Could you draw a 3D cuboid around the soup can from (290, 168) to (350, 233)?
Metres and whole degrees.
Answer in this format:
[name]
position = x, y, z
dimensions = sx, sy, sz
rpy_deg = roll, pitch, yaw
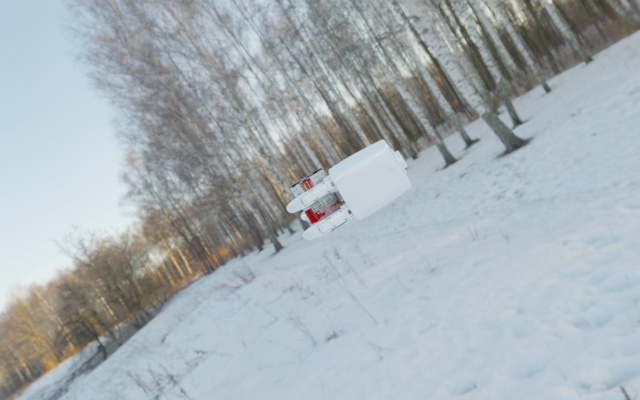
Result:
[soup can]
position = 0.000, 0.003, 0.837
dimensions = 0.068, 0.102, 0.068
rpy_deg = -32, 2, 1
